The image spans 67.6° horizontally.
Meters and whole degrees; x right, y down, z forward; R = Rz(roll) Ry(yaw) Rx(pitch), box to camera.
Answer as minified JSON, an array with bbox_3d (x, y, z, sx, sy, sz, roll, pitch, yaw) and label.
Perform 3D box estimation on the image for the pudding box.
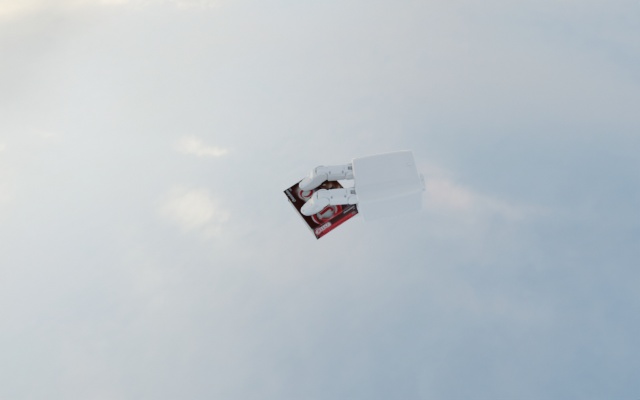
[{"bbox_3d":[0.000,0.003,0.845,0.090,0.039,0.113,-32,49,-10],"label":"pudding box"}]
